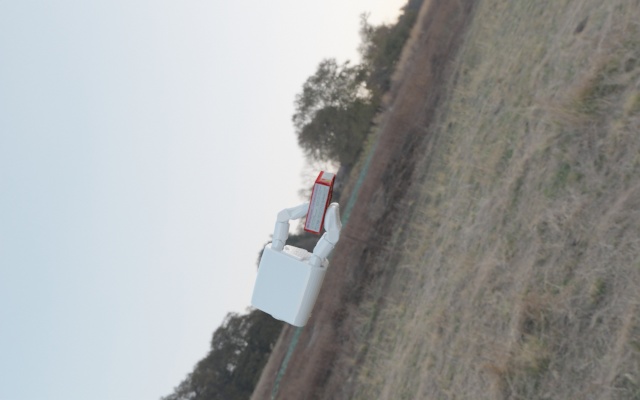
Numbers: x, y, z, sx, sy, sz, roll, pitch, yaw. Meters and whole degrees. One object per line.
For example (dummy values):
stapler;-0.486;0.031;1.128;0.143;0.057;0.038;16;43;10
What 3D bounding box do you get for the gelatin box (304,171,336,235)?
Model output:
gelatin box;0.000;0.002;0.797;0.030;0.089;0.073;14;19;4
